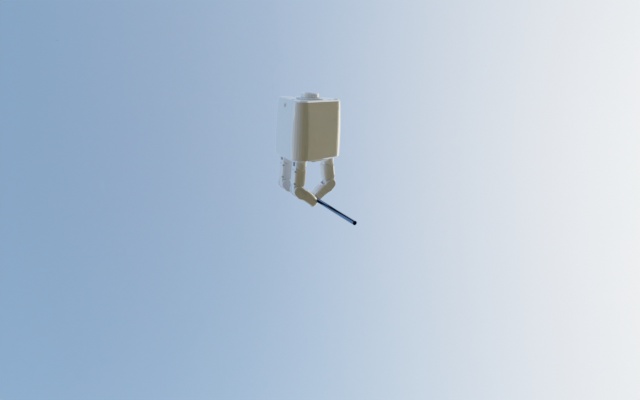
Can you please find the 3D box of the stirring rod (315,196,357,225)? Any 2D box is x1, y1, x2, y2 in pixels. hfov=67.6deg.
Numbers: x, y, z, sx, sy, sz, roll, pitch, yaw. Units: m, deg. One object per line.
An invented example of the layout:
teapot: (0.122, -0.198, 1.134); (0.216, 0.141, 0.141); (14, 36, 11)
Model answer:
stirring rod: (0.000, 0.003, 0.875); (0.011, 0.011, 0.239); (0, 16, -29)
